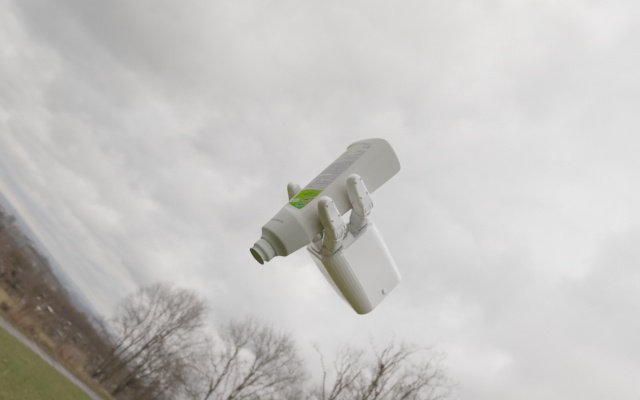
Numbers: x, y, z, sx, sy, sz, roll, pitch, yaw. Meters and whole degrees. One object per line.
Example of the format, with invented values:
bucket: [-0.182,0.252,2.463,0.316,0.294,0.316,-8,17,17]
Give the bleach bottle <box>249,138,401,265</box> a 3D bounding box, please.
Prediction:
bleach bottle: [0.000,0.002,0.678,0.250,0.068,0.102,-39,17,-27]
